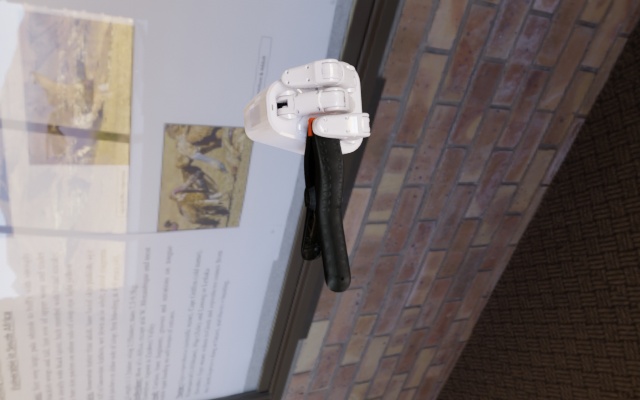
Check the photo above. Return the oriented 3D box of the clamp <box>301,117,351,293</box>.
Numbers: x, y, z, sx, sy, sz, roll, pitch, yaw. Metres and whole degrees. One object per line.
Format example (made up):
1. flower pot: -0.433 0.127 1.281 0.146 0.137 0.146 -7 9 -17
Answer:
1. clamp: 0.000 0.002 0.502 0.039 0.171 0.120 -1 1 -22
